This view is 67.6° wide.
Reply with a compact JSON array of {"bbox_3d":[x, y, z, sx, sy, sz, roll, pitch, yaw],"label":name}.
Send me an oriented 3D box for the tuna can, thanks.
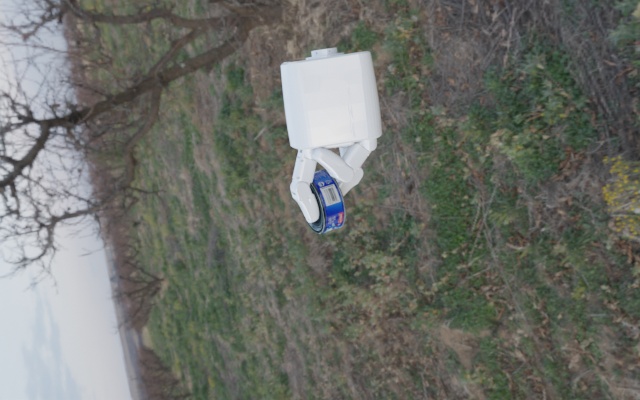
[{"bbox_3d":[0.000,0.002,0.663,0.034,0.086,0.086,-18,7,-22],"label":"tuna can"}]
